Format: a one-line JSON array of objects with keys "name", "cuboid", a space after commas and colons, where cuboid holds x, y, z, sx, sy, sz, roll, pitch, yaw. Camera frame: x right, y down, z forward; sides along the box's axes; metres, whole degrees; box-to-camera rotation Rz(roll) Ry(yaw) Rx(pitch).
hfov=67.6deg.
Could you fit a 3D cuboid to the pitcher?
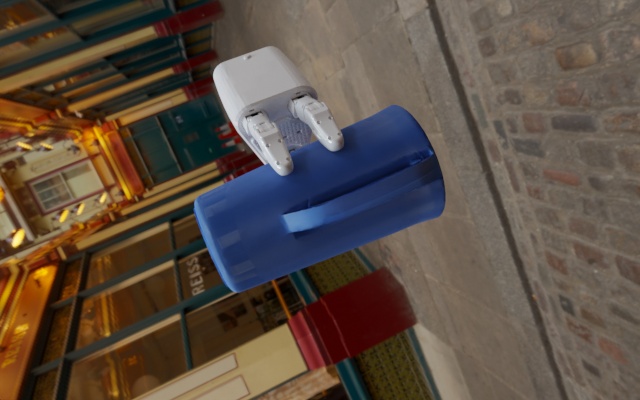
[{"name": "pitcher", "cuboid": [0.000, 0.002, 0.498, 0.243, 0.145, 0.149, -23, -36, -10]}]
